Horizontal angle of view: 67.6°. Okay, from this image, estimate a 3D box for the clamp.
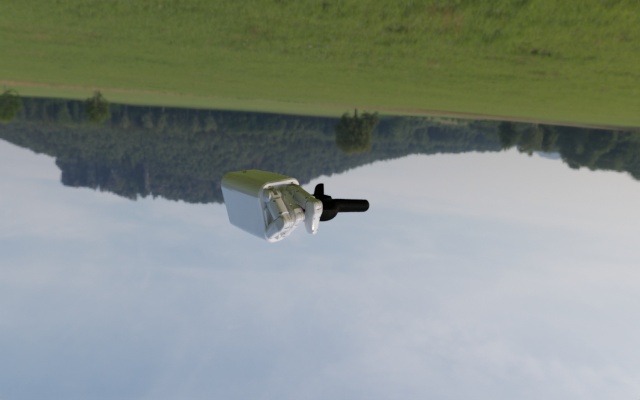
[{"bbox_3d":[0.000,0.004,0.890,0.120,0.039,0.171,19,18,36],"label":"clamp"}]
